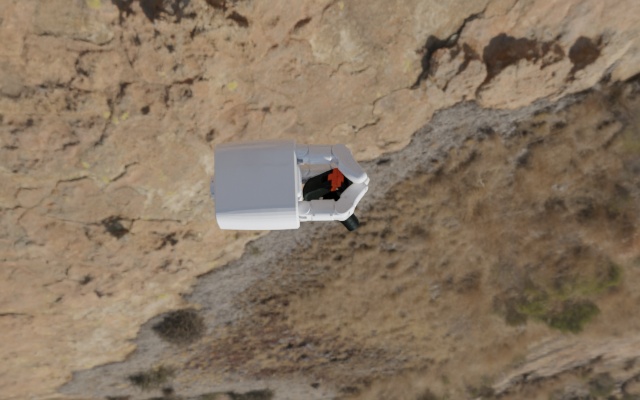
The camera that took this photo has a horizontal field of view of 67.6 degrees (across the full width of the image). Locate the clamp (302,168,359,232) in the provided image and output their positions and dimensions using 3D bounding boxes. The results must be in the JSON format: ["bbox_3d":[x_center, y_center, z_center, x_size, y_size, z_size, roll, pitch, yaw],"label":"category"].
[{"bbox_3d":[0.000,0.003,0.700,0.120,0.039,0.172,-1,-27,0],"label":"clamp"}]
